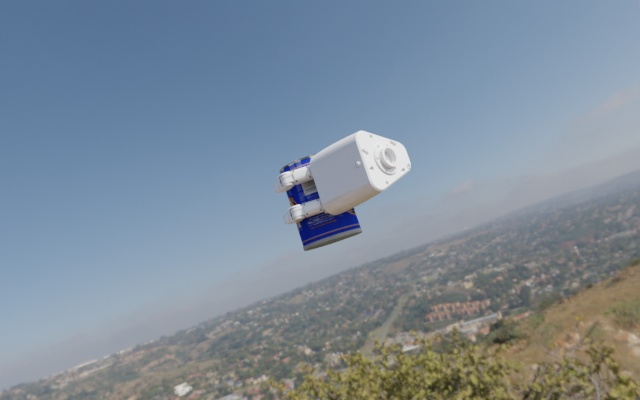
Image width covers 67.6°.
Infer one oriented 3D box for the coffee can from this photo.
[{"bbox_3d":[0.000,0.003,0.802,0.103,0.140,0.103,-18,-8,-3],"label":"coffee can"}]
